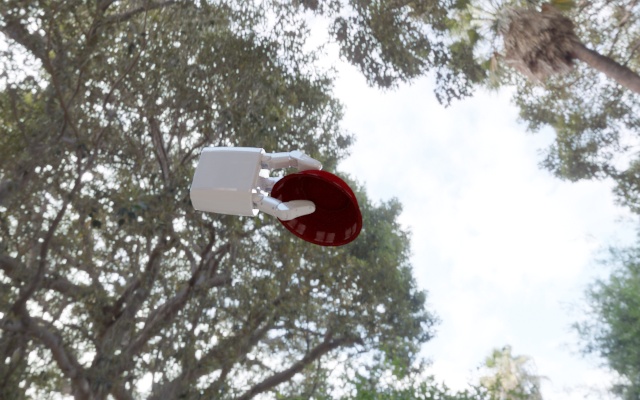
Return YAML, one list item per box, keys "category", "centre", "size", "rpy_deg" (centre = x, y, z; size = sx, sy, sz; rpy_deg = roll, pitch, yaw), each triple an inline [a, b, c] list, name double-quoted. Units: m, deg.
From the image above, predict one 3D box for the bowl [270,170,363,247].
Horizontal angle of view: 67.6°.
- category: "bowl"
  centre: [0.002, 0.003, 0.800]
  size: [0.162, 0.162, 0.055]
  rpy_deg: [0, 40, 27]
